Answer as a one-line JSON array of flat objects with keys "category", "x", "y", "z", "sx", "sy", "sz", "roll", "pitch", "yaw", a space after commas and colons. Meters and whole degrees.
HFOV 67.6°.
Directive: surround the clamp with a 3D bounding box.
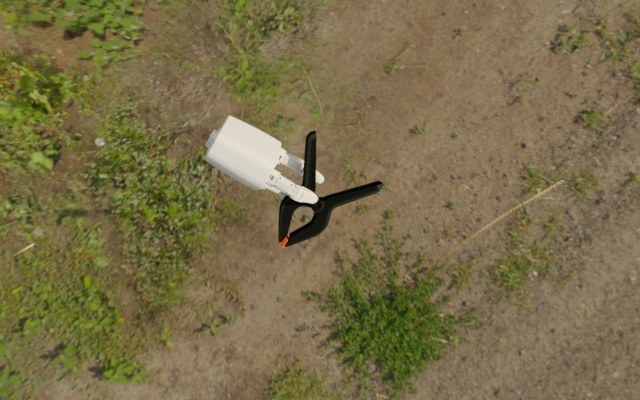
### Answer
[{"category": "clamp", "x": 0.000, "y": 0.003, "z": 0.859, "sx": 0.164, "sy": 0.210, "sz": 0.036, "roll": 29, "pitch": 11, "yaw": -12}]
